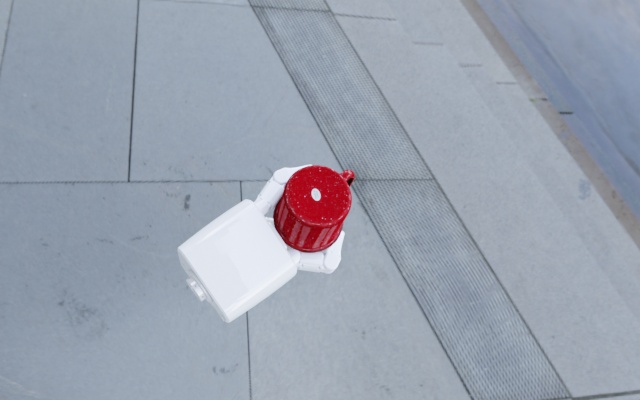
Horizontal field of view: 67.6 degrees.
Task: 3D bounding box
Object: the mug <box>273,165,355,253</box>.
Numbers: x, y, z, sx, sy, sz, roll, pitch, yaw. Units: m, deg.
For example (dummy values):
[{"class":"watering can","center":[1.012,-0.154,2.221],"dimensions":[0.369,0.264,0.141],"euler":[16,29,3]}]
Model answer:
[{"class":"mug","center":[0.001,0.001,0.593],"dimensions":[0.117,0.093,0.081],"euler":[-37,-12,-22]}]
